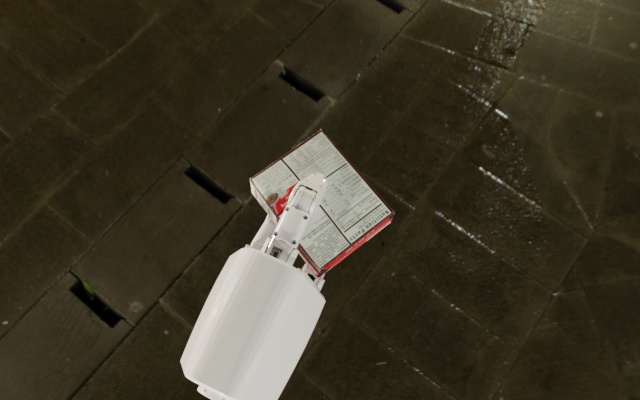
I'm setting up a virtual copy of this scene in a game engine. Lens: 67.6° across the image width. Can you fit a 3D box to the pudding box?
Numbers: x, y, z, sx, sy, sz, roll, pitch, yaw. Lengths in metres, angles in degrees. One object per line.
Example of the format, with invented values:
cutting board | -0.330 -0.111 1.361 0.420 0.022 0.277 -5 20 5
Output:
pudding box | 0.000 0.001 0.453 0.090 0.113 0.039 -36 -13 -13
